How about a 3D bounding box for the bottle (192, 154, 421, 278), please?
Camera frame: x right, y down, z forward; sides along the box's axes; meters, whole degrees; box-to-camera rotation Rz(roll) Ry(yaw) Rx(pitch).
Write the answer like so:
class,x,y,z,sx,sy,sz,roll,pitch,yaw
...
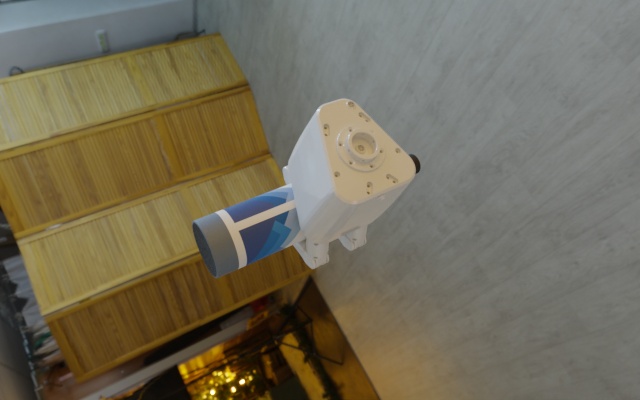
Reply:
class,x,y,z,sx,sy,sz,roll,pitch,yaw
bottle,0.000,0.002,0.569,0.295,0.069,0.069,-22,10,-25
